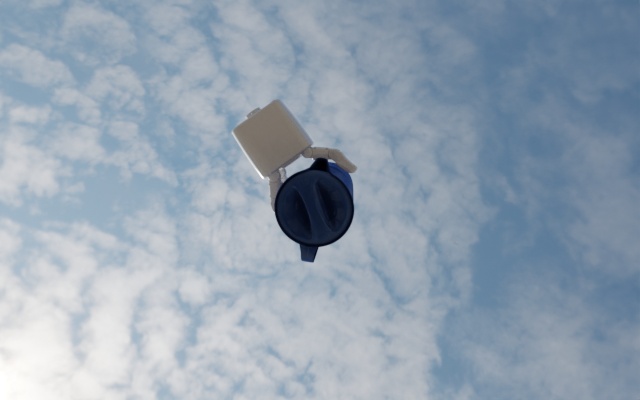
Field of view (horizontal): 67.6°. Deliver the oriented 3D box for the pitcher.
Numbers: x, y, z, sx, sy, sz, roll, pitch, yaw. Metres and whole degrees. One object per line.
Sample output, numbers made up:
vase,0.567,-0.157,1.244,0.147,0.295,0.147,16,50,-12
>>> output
pitcher,0.000,0.003,0.899,0.149,0.145,0.243,-37,4,12
